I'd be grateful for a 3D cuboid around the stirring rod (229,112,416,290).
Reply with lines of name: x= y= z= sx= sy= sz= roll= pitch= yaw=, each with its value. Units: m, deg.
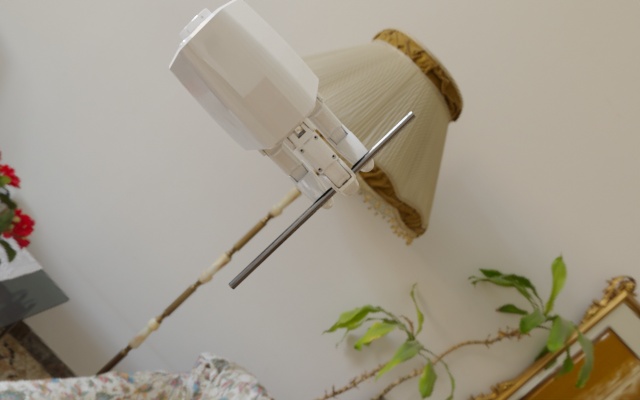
stirring rod: x=0.000 y=0.002 z=0.458 sx=0.239 sy=0.011 sz=0.011 roll=-43 pitch=-4 yaw=4
